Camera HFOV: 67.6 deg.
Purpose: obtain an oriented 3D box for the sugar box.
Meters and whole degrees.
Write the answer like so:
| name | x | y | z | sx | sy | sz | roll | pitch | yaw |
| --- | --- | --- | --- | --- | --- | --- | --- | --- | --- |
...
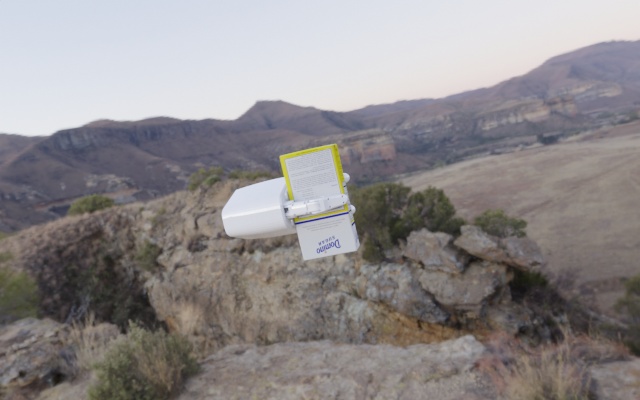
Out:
| name | x | y | z | sx | sy | sz | roll | pitch | yaw |
| --- | --- | --- | --- | --- | --- | --- | --- | --- | --- |
| sugar box | 0.000 | 0.002 | 0.782 | 0.093 | 0.176 | 0.048 | -11 | 6 | 12 |
